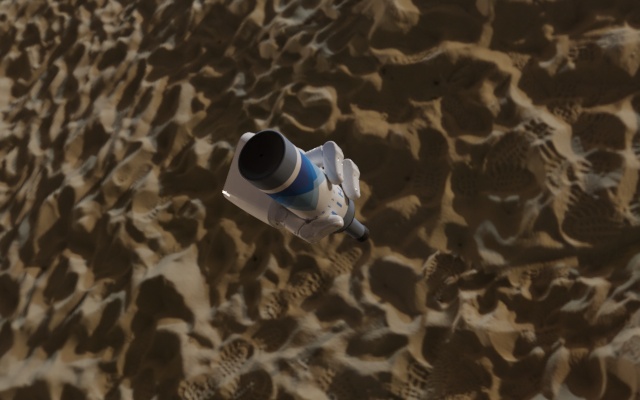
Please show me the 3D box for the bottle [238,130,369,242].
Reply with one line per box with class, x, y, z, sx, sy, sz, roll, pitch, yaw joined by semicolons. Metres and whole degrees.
bottle;0.000;0.002;0.660;0.069;0.069;0.296;0;-21;29
